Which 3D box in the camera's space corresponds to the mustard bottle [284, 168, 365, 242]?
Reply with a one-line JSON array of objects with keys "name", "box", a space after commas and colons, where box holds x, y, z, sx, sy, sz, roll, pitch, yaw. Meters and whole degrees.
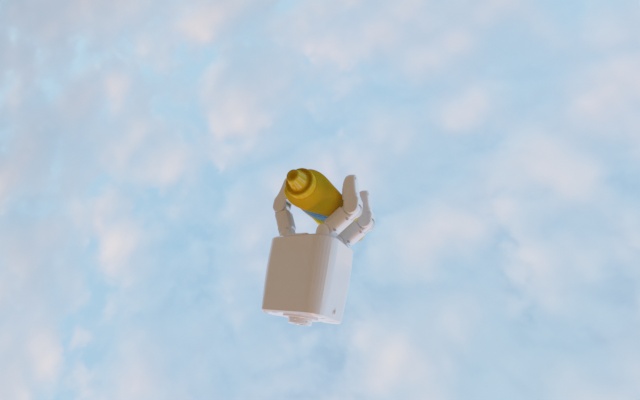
[{"name": "mustard bottle", "box": [0.000, 0.002, 0.694, 0.096, 0.058, 0.192, 28, -7, 31]}]
